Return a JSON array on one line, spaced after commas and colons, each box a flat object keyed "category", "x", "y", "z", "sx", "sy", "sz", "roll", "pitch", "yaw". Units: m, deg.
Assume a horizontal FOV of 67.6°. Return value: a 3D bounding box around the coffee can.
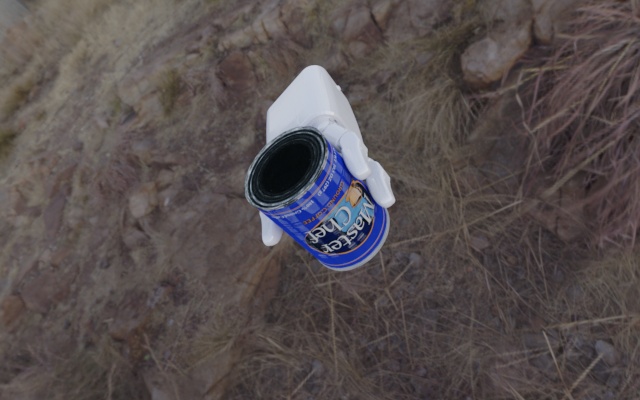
[{"category": "coffee can", "x": 0.000, "y": 0.002, "z": 0.527, "sx": 0.103, "sy": 0.102, "sz": 0.140, "roll": 0, "pitch": -32, "yaw": 38}]
